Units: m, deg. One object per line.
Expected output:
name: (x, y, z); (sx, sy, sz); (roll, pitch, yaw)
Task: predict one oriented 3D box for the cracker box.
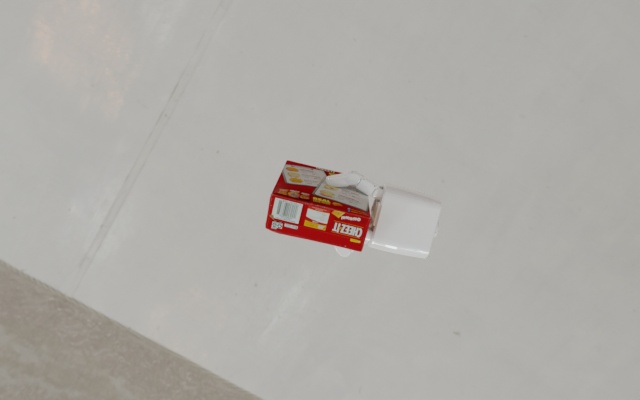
cracker box: (0.000, 0.003, 0.852); (0.164, 0.072, 0.213); (13, 19, -2)
